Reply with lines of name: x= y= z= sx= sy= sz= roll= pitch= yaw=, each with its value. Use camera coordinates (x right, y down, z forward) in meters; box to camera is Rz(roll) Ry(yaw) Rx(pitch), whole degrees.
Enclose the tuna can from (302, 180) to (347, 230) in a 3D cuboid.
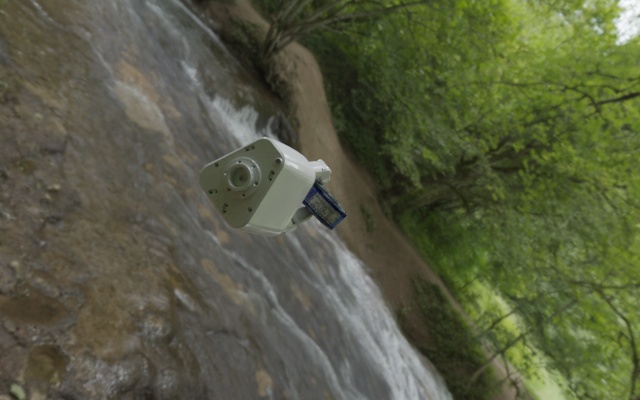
tuna can: x=0.001 y=0.002 z=0.717 sx=0.034 sy=0.086 sz=0.086 roll=-43 pitch=-5 yaw=5
